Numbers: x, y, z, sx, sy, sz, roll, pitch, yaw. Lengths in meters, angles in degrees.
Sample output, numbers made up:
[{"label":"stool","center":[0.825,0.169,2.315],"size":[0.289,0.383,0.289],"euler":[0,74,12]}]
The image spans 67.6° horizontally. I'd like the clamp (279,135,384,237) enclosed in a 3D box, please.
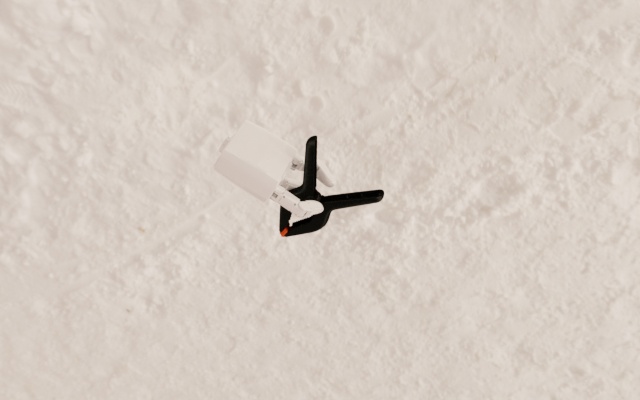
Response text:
[{"label":"clamp","center":[-0.001,0.003,0.856],"size":[0.164,0.210,0.036],"euler":[33,34,-8]}]
